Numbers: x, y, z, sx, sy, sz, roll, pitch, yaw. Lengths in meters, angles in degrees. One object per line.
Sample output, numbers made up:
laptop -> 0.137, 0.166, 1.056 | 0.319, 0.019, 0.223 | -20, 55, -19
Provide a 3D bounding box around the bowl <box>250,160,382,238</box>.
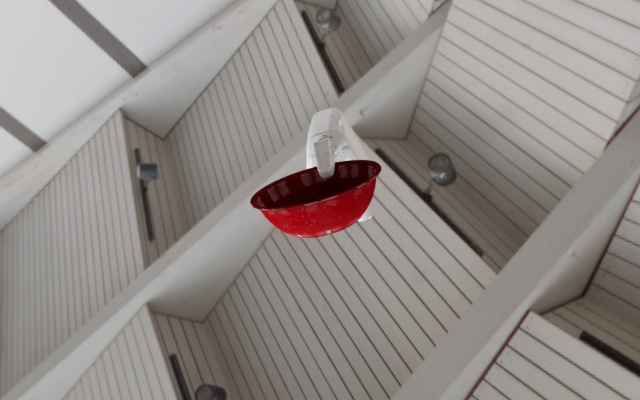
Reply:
bowl -> 0.000, 0.003, 0.577 | 0.162, 0.055, 0.162 | -14, 16, 4
